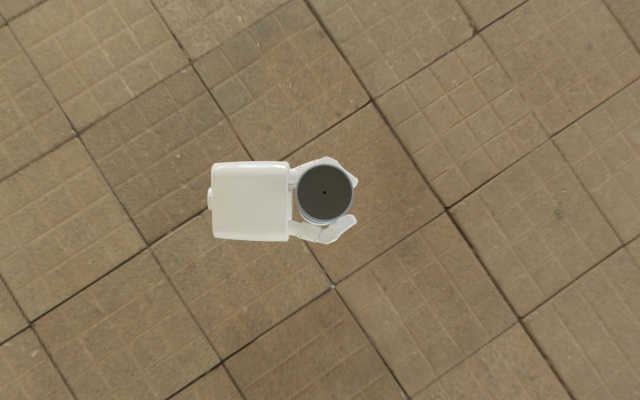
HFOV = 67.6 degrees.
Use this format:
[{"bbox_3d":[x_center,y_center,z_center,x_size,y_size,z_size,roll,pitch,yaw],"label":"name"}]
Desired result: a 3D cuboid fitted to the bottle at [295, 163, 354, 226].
[{"bbox_3d":[0.000,0.002,0.682,0.069,0.069,0.296,0,-4,-2],"label":"bottle"}]
